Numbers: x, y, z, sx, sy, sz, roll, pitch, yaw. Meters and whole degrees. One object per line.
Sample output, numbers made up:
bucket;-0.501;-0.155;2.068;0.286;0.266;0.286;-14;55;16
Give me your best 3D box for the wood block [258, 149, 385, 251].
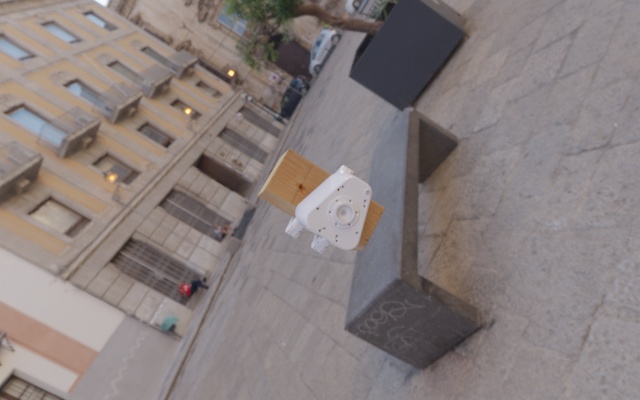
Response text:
wood block;0.000;0.003;0.882;0.206;0.091;0.090;32;-13;-10
